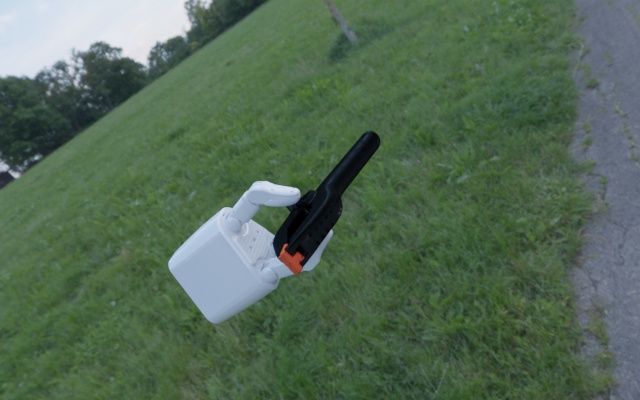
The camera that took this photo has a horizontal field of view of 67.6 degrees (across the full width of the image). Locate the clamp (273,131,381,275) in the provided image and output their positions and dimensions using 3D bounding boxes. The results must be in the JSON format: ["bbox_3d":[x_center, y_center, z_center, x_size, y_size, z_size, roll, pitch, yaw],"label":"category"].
[{"bbox_3d":[-0.001,0.002,0.547,0.164,0.036,0.210,-39,16,24],"label":"clamp"}]
